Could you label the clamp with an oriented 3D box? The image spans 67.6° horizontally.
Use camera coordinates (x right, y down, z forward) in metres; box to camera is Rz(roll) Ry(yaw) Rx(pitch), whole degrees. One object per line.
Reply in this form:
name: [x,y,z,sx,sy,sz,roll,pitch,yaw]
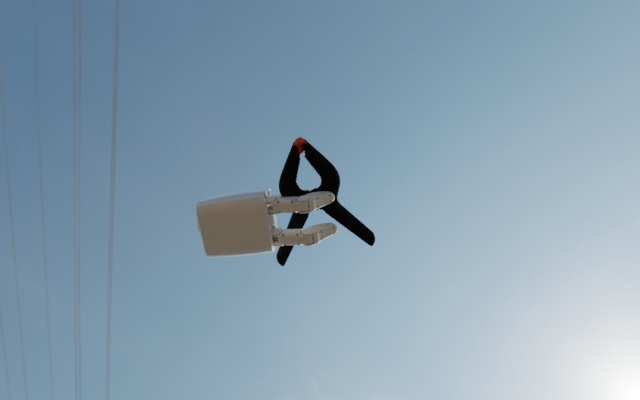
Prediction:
clamp: [0.000,0.002,0.751,0.164,0.210,0.036,-7,24,-2]
